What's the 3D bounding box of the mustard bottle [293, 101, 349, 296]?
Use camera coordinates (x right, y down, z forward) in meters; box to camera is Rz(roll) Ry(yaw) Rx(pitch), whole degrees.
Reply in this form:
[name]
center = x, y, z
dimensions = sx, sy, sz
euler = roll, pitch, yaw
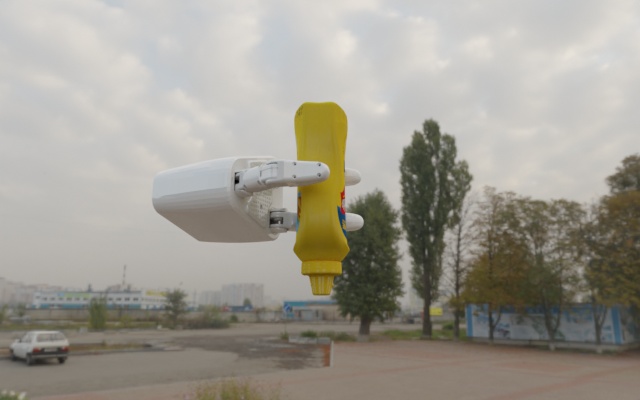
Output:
[mustard bottle]
center = 0.000, 0.001, 0.499
dimensions = 0.058, 0.191, 0.096
euler = 0, -13, 1
